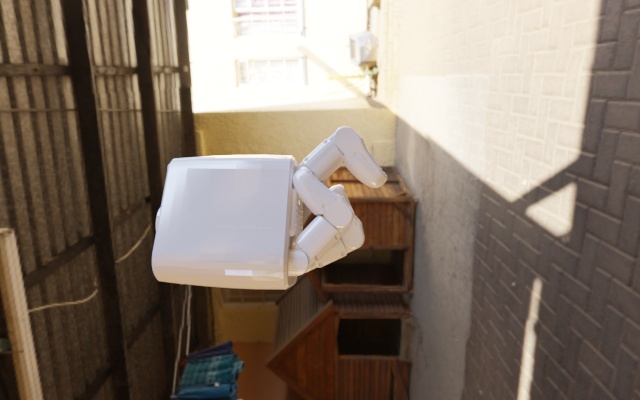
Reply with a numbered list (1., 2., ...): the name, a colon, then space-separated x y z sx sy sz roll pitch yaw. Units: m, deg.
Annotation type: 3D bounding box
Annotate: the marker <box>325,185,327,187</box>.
1. marker: 0.000 0.002 0.464 0.020 0.020 0.121 0 -8 3
